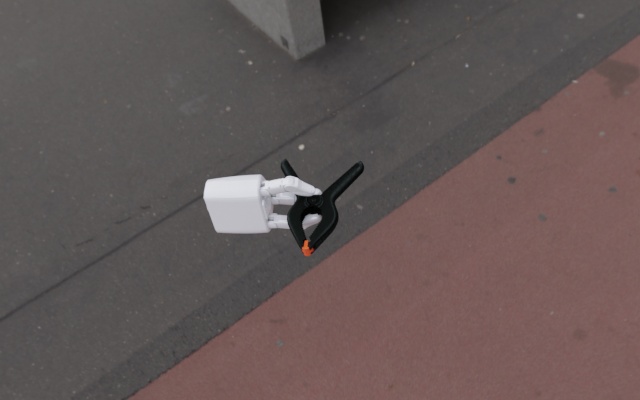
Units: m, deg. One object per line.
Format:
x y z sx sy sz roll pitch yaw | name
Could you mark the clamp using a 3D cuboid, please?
0.000 0.003 0.885 0.164 0.209 0.036 -4 -34 8 | clamp
